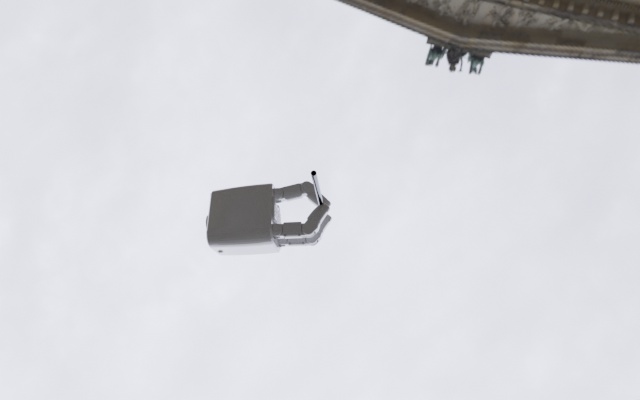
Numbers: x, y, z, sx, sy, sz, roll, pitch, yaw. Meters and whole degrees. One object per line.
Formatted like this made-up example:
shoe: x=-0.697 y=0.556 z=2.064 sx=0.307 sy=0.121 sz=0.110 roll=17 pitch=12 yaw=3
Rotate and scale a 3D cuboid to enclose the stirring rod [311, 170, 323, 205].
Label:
stirring rod: x=0.000 y=0.002 z=0.756 sx=0.011 sy=0.011 sz=0.240 roll=0 pitch=-19 yaw=5
